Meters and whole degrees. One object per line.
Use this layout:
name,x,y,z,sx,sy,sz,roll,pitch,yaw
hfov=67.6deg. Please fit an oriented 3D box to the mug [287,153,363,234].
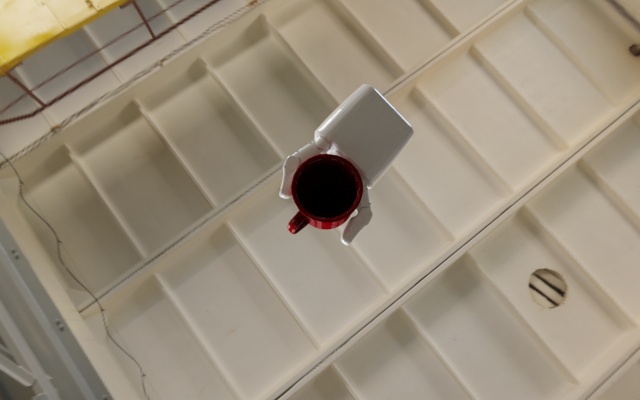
mug,-0.001,0.003,0.651,0.093,0.117,0.081,40,-12,9
